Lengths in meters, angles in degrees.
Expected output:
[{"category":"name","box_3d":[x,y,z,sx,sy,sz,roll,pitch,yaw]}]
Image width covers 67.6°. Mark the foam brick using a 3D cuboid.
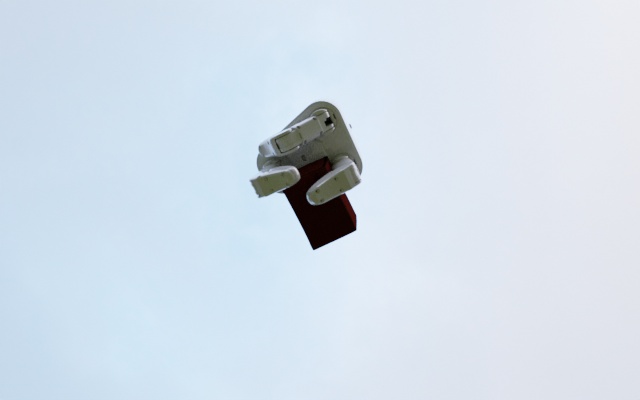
[{"category":"foam brick","box_3d":[0.000,0.002,0.505,0.053,0.078,0.051,-24,13,10]}]
